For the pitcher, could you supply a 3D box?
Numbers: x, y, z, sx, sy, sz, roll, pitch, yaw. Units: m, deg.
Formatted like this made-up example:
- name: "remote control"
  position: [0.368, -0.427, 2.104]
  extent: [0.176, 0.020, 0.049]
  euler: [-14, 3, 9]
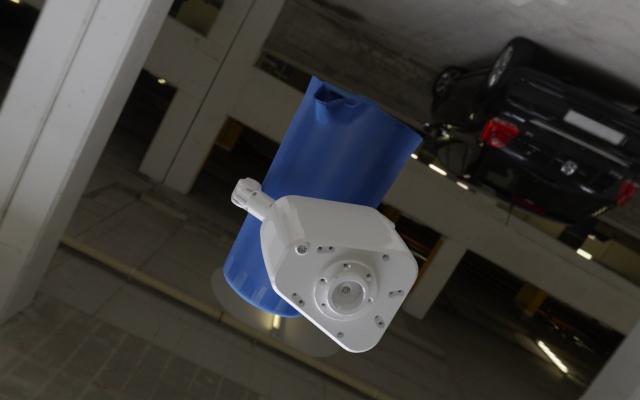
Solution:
- name: "pitcher"
  position: [0.000, 0.002, 0.529]
  extent: [0.149, 0.243, 0.145]
  euler: [27, 10, -16]
